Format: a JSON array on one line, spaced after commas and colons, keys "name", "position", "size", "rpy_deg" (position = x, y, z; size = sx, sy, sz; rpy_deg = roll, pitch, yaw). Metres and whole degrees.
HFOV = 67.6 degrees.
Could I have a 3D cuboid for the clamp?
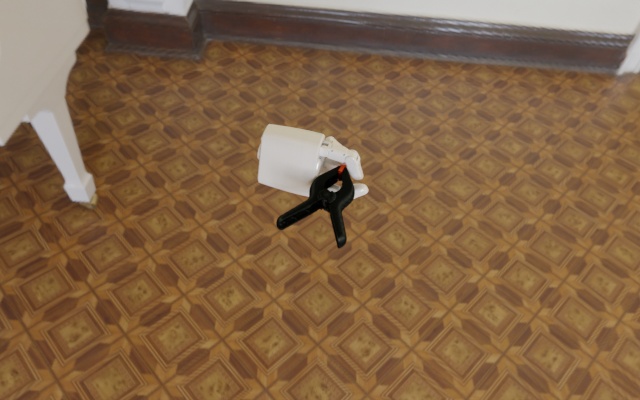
[{"name": "clamp", "position": [0.000, 0.002, 0.815], "size": [0.120, 0.171, 0.039], "rpy_deg": [13, -42, 6]}]
